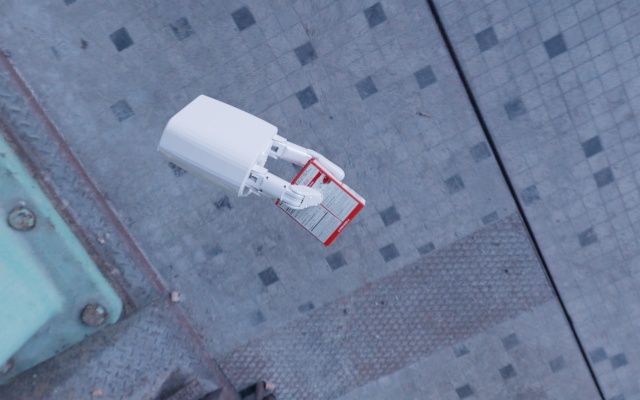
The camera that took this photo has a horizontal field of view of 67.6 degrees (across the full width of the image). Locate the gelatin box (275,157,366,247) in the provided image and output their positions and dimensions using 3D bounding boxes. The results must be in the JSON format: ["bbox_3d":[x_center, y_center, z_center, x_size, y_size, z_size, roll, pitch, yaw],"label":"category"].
[{"bbox_3d":[0.000,0.002,0.599,0.089,0.073,0.030,40,15,-1],"label":"gelatin box"}]
